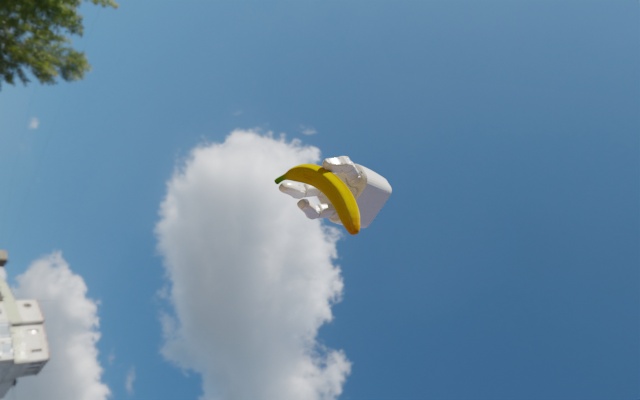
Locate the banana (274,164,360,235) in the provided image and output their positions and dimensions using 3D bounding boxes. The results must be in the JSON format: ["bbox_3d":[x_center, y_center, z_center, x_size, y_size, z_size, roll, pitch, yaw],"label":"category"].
[{"bbox_3d":[0.007,-0.015,0.804,0.197,0.069,0.037,33,5,36],"label":"banana"}]
